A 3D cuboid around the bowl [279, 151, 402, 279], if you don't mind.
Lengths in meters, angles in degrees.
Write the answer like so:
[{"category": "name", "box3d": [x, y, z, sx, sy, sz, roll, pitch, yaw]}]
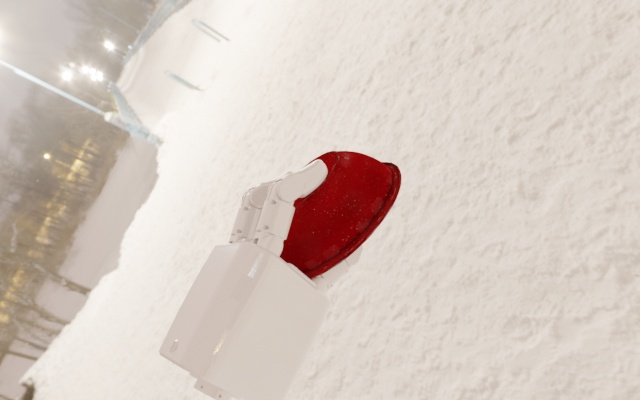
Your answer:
[{"category": "bowl", "box3d": [0.000, 0.000, 0.477, 0.055, 0.162, 0.162, 46, -19, -19]}]
